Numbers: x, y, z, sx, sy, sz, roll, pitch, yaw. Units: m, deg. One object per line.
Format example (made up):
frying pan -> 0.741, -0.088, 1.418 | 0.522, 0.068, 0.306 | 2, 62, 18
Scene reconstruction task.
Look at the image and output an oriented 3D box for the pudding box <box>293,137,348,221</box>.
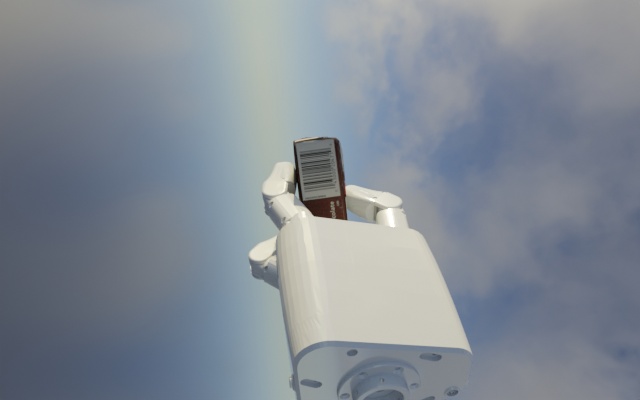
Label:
pudding box -> 0.000, 0.001, 0.417 | 0.039, 0.113, 0.090 | -6, 8, -4
